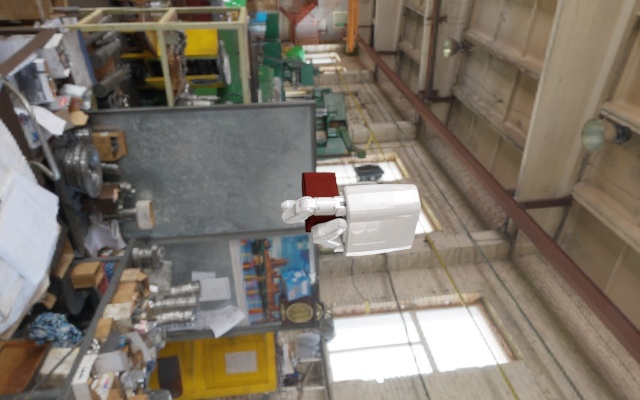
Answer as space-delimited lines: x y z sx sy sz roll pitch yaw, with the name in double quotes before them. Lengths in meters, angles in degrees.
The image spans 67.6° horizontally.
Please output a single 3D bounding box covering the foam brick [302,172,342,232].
"foam brick" 0.000 0.002 0.718 0.051 0.078 0.053 -4 -26 -5
